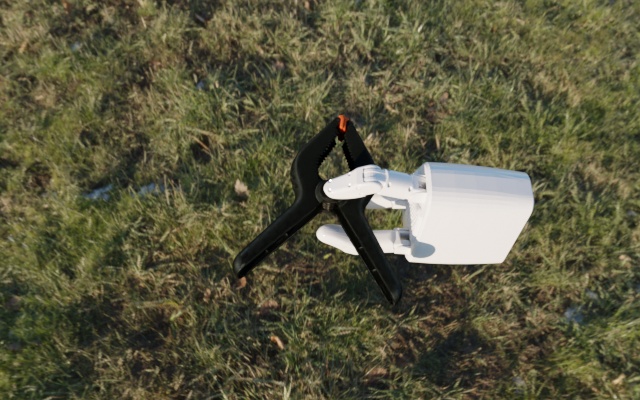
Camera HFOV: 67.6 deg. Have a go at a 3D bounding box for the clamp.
[{"bbox_3d":[0.000,0.001,0.497,0.164,0.210,0.036,5,-27,-5],"label":"clamp"}]
